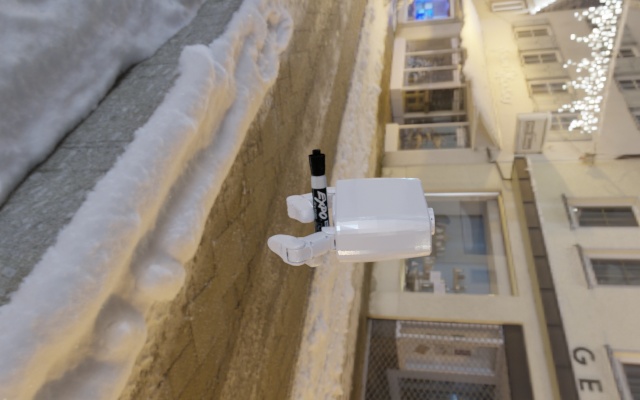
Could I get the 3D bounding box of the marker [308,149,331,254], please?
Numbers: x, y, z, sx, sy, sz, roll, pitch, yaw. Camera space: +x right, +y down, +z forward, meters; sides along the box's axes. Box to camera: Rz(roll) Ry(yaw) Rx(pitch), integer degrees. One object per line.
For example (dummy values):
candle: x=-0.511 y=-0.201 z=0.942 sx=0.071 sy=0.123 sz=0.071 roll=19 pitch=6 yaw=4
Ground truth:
marker: x=0.000 y=0.002 z=0.541 sx=0.020 sy=0.121 sz=0.020 roll=-4 pitch=18 yaw=1
